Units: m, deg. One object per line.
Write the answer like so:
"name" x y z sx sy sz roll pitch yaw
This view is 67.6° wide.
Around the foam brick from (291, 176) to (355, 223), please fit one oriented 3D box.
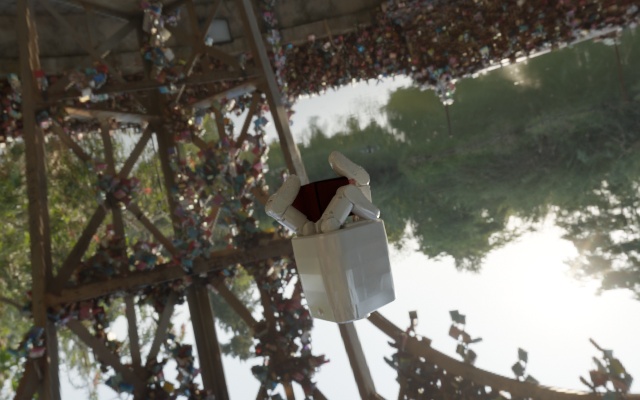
"foam brick" 0.000 0.002 0.624 0.053 0.051 0.078 -12 -1 -29
